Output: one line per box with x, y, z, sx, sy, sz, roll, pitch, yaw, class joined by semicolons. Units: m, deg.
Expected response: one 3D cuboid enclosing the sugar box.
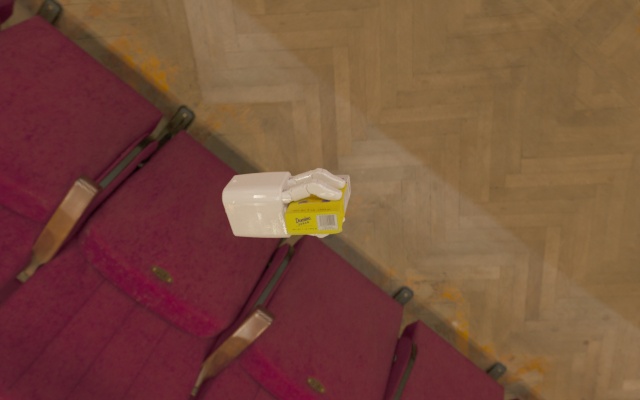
0.000;0.002;0.853;0.093;0.048;0.176;-2;25;9;sugar box
